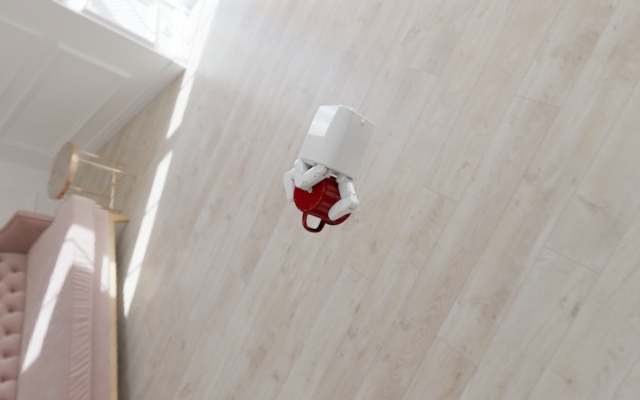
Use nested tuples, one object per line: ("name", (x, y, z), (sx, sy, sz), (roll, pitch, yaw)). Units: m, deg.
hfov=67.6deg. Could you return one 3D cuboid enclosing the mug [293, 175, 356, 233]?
("mug", (-0.001, 0.004, 0.877), (0.081, 0.117, 0.093), (21, 3, -43))
